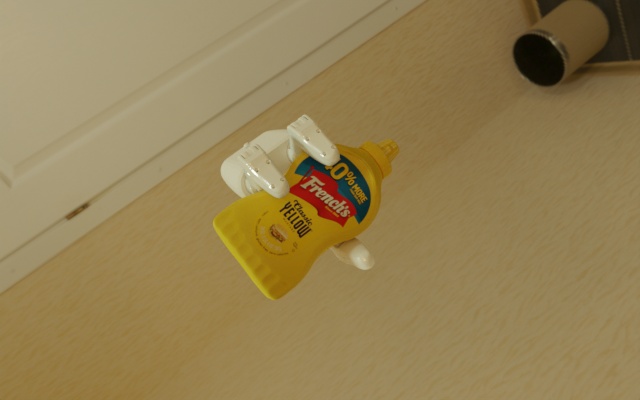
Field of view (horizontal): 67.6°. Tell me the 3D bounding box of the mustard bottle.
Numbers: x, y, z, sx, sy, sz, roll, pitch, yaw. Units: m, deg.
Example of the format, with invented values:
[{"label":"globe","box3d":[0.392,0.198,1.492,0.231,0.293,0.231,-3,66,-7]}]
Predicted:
[{"label":"mustard bottle","box3d":[0.000,0.002,0.461,0.191,0.096,0.058,-37,-3,-13]}]
